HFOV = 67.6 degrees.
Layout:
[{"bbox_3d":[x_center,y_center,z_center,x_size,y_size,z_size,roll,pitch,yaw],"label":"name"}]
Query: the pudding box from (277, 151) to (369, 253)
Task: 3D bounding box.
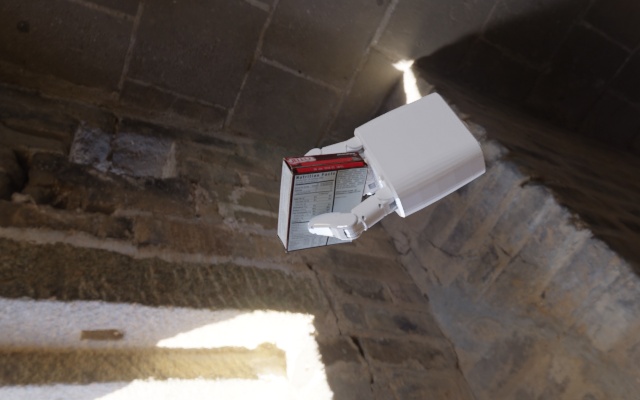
[{"bbox_3d":[0.000,0.002,0.545,0.090,0.114,0.039,-6,36,-20],"label":"pudding box"}]
